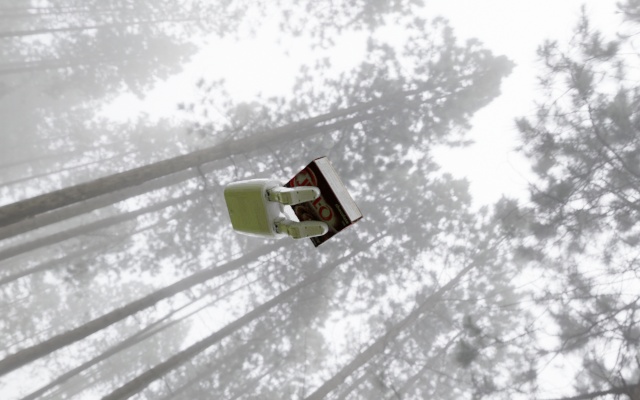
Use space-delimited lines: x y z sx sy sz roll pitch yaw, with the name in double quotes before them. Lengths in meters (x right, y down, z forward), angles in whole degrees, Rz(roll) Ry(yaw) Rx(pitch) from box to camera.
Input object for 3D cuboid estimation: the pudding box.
"pudding box" 0.000 0.002 0.730 0.039 0.113 0.090 -28 -7 -48
